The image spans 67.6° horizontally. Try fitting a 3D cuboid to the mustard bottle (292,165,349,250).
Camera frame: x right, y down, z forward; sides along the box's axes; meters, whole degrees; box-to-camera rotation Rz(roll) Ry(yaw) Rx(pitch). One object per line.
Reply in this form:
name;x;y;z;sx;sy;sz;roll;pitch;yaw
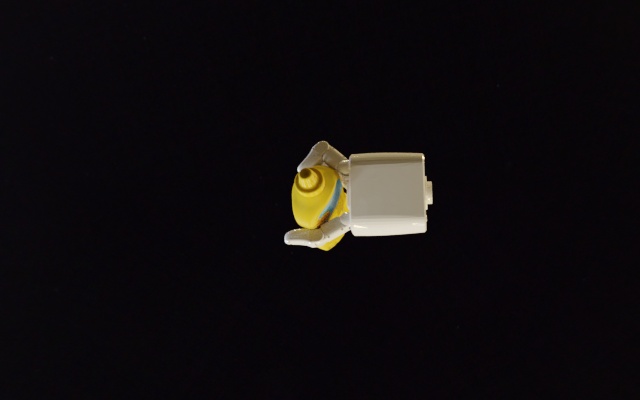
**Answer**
mustard bottle;0.000;0.002;0.714;0.058;0.096;0.192;22;-17;20
